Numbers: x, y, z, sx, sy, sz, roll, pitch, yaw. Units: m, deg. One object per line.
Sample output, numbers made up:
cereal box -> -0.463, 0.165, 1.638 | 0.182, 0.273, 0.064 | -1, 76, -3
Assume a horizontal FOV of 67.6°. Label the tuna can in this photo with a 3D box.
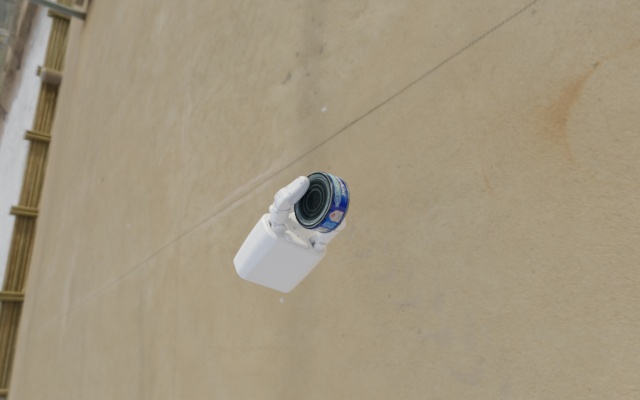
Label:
tuna can -> 0.000, 0.002, 0.683 | 0.034, 0.086, 0.086 | 17, -11, -39
